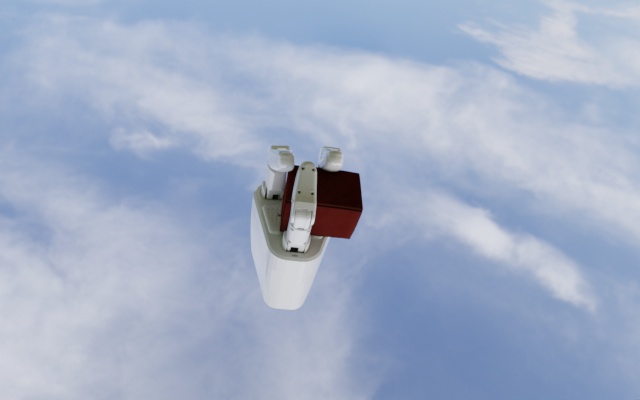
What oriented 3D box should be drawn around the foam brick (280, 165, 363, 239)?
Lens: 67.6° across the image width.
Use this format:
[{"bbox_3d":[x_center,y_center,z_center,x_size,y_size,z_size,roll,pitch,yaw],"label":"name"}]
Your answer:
[{"bbox_3d":[0.000,0.002,0.499,0.078,0.053,0.051,7,-41,-6],"label":"foam brick"}]
